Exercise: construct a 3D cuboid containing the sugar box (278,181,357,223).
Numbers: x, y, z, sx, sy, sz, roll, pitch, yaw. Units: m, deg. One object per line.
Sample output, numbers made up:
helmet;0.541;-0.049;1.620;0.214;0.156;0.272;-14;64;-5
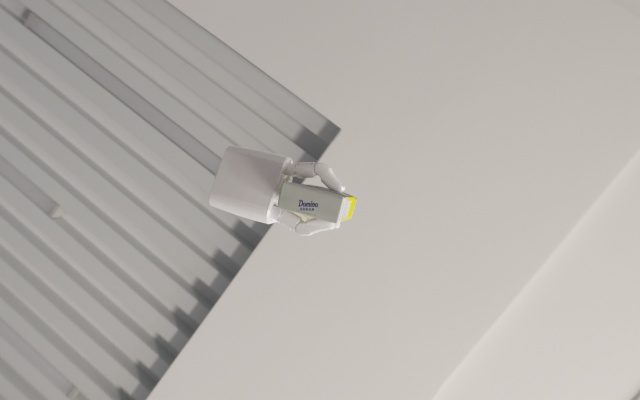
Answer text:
sugar box;0.000;0.003;0.757;0.093;0.048;0.176;15;5;11
